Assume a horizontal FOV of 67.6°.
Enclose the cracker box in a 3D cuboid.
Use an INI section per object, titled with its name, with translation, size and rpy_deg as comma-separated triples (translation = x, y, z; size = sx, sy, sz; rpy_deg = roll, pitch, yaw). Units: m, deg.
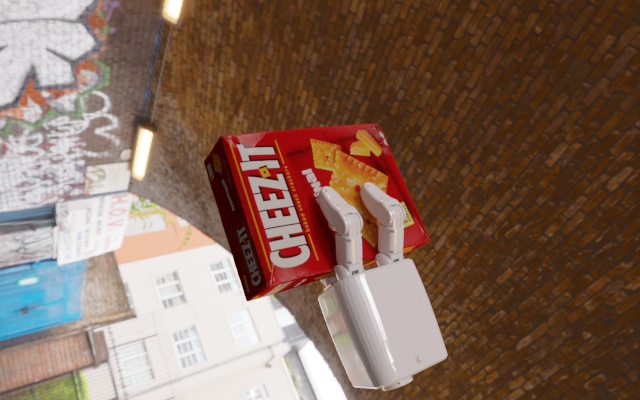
[cracker box]
translation = 0.000, 0.002, 0.536
size = 0.213, 0.164, 0.072
rpy_deg = -10, -18, -33
